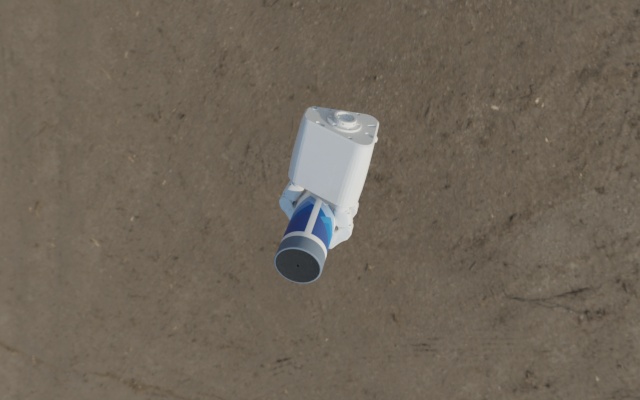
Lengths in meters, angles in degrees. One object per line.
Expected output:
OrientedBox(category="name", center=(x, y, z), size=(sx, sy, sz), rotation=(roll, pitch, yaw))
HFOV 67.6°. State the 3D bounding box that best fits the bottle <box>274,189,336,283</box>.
OrientedBox(category="bottle", center=(0.000, 0.003, 0.756), size=(0.069, 0.069, 0.295), rotation=(0, 36, 15))
